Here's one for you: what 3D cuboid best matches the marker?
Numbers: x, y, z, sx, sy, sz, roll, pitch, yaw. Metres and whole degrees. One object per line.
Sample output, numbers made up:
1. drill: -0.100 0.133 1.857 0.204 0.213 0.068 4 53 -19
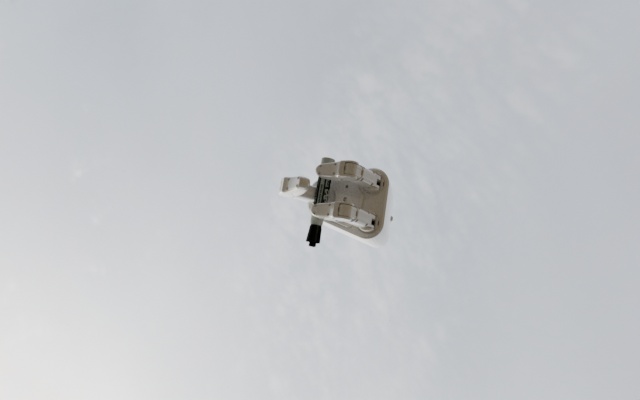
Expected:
1. marker: 0.000 0.002 0.636 0.020 0.121 0.020 10 -12 2
